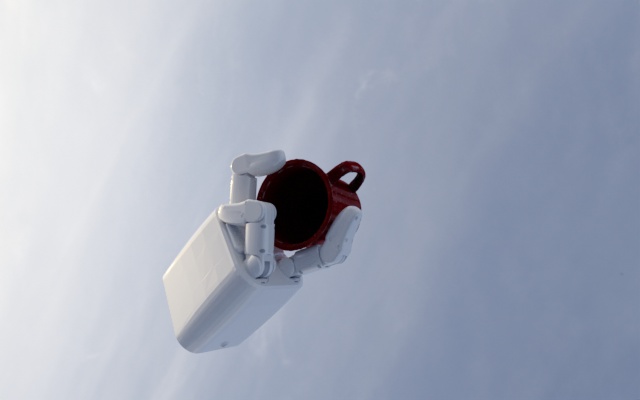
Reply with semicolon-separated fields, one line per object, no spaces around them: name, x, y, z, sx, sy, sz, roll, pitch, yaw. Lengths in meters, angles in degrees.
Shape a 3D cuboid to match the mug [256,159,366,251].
mug;0.001;0.001;0.506;0.117;0.093;0.081;-45;-28;17
